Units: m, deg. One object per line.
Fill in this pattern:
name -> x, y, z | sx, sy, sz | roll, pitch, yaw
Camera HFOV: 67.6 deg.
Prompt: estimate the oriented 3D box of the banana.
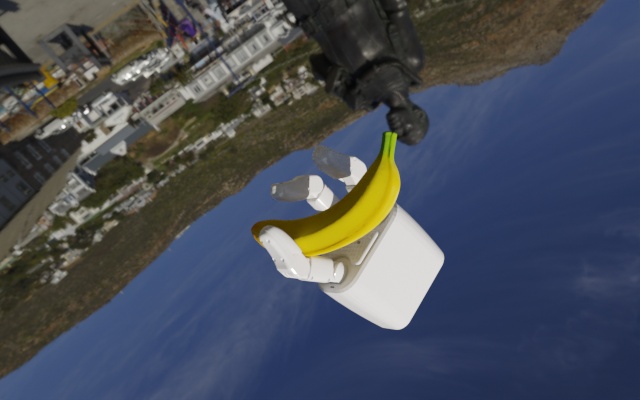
banana -> 0.005, 0.016, 0.447 | 0.037, 0.069, 0.198 | 23, -43, -40
